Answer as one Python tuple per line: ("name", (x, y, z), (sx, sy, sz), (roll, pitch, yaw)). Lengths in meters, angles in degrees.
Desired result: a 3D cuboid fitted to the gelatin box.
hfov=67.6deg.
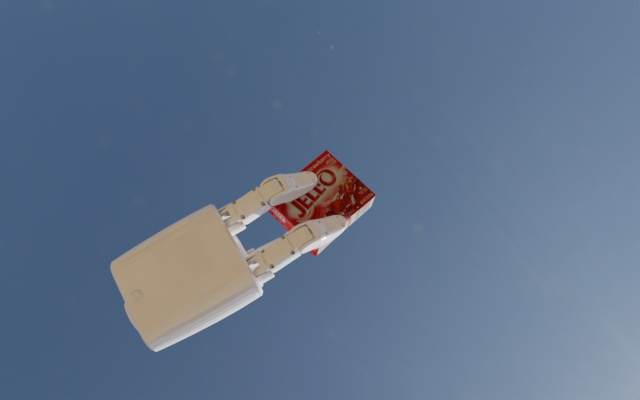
("gelatin box", (0.000, 0.002, 0.490), (0.089, 0.073, 0.030), (-40, -16, -23))
